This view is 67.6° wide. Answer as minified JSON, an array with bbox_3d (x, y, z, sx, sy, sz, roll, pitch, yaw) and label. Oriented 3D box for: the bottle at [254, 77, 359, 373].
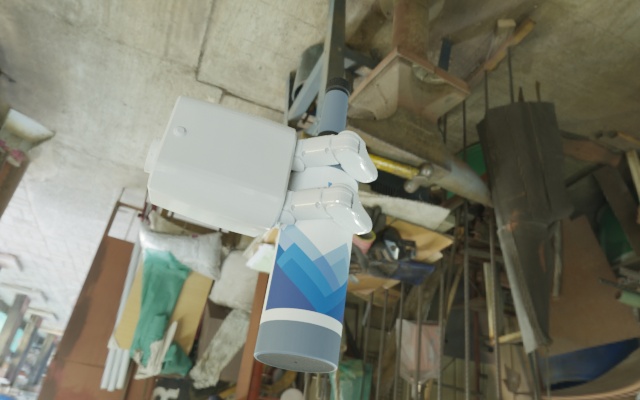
[{"bbox_3d":[0.000,0.002,0.447,0.069,0.295,0.069,7,-30,4],"label":"bottle"}]
